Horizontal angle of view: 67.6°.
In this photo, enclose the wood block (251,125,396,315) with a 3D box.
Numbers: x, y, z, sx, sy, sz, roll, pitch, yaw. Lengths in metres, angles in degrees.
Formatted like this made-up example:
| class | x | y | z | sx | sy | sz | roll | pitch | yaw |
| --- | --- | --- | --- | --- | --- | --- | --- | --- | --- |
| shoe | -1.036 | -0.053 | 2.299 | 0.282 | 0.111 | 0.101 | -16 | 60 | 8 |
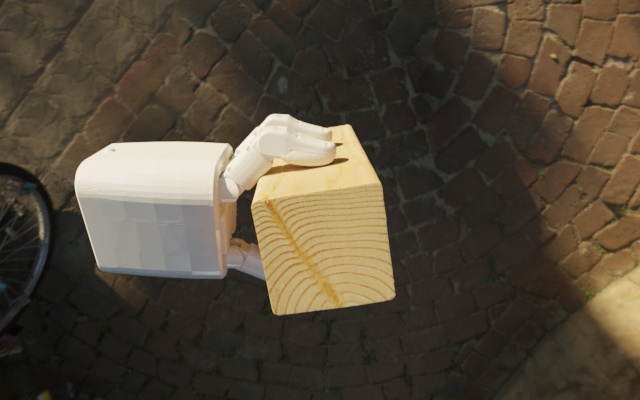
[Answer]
| class | x | y | z | sx | sy | sz | roll | pitch | yaw |
| --- | --- | --- | --- | --- | --- | --- | --- | --- | --- |
| wood block | 0.000 | 0.002 | 0.420 | 0.090 | 0.091 | 0.206 | -8 | 20 | 1 |
